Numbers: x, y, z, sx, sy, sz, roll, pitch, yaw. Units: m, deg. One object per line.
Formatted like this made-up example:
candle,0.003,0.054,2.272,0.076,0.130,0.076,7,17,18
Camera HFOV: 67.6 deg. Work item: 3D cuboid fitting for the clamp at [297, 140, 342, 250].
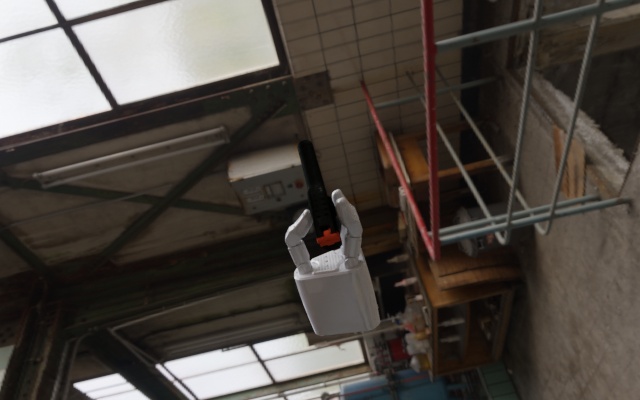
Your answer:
clamp,-0.001,0.003,0.693,0.036,0.164,0.210,-19,16,4
